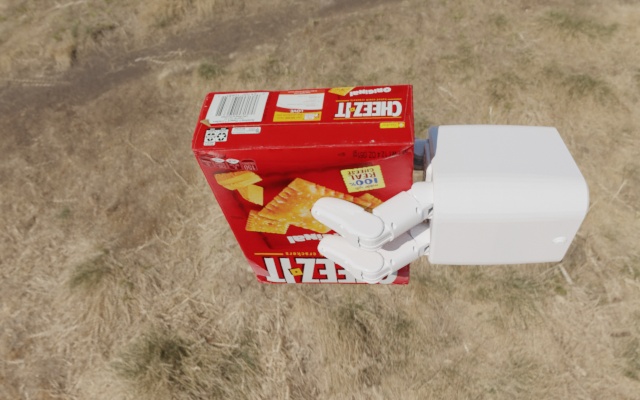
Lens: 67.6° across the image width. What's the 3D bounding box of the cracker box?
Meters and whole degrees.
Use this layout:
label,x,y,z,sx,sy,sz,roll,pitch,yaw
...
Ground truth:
label,x,y,z,sx,sy,sz,roll,pitch,yaw
cracker box,0.000,0.001,0.430,0.164,0.072,0.214,0,-37,9
